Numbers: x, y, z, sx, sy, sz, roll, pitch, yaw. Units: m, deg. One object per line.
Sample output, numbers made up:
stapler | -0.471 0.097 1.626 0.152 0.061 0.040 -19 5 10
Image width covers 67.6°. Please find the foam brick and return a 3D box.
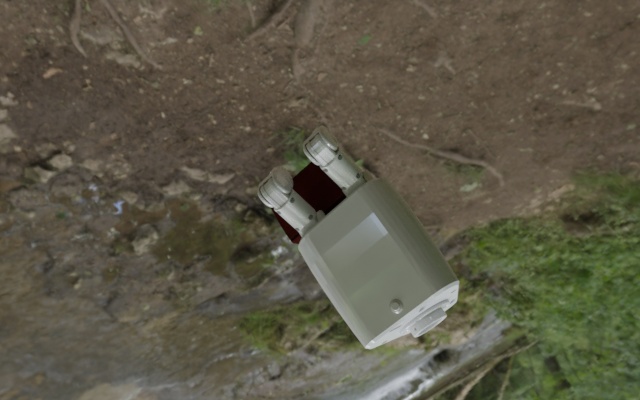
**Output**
foam brick | 0.000 0.002 0.457 0.078 0.051 0.053 -41 -27 16
